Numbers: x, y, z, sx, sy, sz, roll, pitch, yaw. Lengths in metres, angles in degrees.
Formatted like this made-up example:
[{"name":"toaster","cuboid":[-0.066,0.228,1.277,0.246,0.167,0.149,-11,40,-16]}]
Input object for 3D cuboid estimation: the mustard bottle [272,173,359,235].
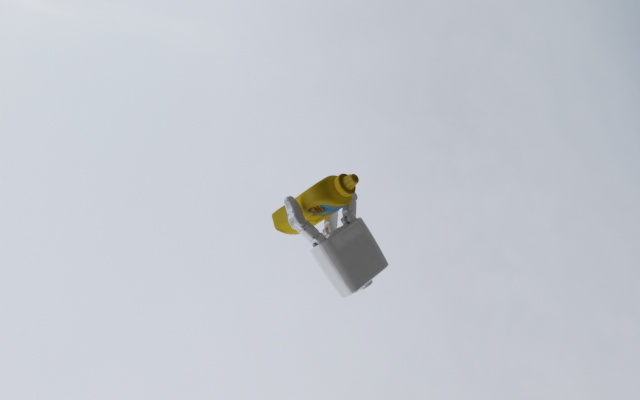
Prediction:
[{"name":"mustard bottle","cuboid":[0.000,0.003,0.875,0.096,0.058,0.192,2,-26,-43]}]
